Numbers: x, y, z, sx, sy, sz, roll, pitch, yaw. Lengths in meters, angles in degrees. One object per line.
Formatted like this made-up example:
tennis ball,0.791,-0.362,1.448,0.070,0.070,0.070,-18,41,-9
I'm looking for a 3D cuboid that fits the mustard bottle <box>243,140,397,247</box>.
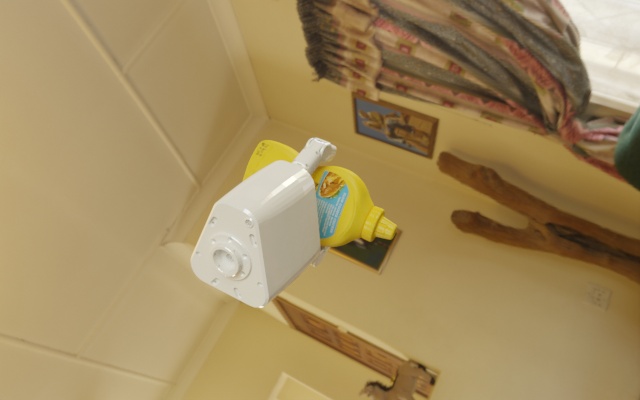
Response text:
mustard bottle,0.000,0.002,0.574,0.191,0.096,0.058,23,9,17
